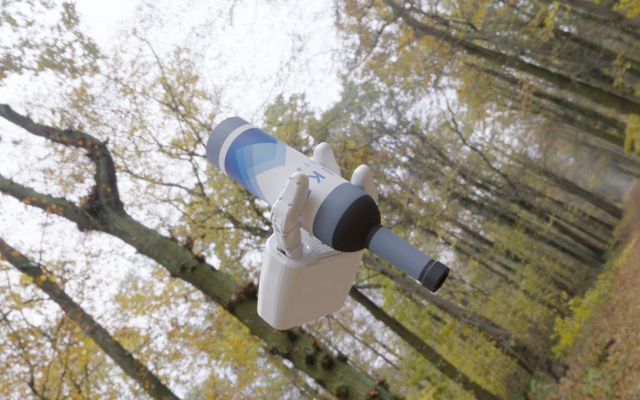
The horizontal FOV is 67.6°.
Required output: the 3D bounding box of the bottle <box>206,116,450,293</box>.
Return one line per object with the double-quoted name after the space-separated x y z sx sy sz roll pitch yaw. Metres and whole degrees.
0.000 0.001 0.499 0.295 0.069 0.069 33 16 27 "bottle"
